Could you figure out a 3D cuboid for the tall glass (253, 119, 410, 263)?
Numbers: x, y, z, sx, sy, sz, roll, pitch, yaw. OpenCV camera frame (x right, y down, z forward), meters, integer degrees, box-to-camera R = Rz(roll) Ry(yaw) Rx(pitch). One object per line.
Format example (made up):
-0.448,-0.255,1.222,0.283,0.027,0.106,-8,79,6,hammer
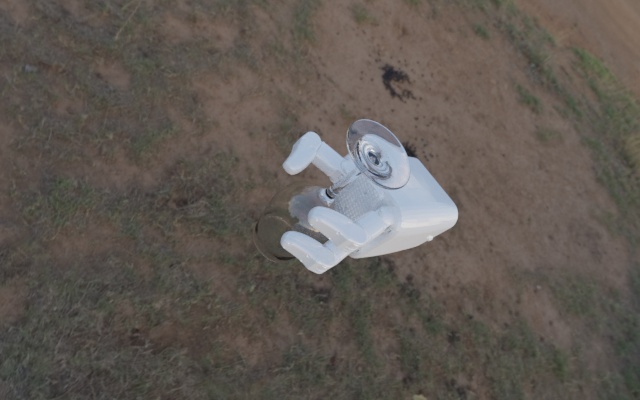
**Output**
0.000,0.001,0.504,0.079,0.079,0.201,0,-27,-38,tall glass
